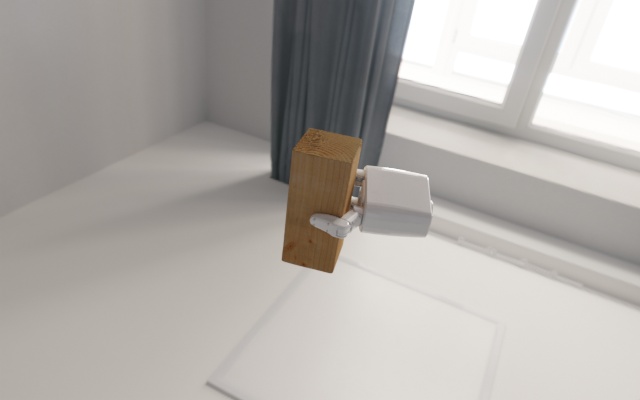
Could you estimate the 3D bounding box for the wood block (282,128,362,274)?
[{"bbox_3d":[0.000,0.003,0.764,0.090,0.206,0.090,13,32,9],"label":"wood block"}]
